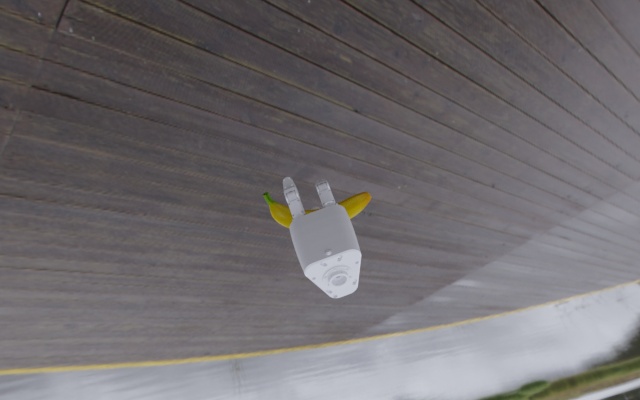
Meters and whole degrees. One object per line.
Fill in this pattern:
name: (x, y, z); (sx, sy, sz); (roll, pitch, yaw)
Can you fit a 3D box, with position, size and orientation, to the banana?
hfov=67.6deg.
banana: (-0.004, 0.020, 0.865); (0.198, 0.070, 0.037); (-1, 21, -11)
